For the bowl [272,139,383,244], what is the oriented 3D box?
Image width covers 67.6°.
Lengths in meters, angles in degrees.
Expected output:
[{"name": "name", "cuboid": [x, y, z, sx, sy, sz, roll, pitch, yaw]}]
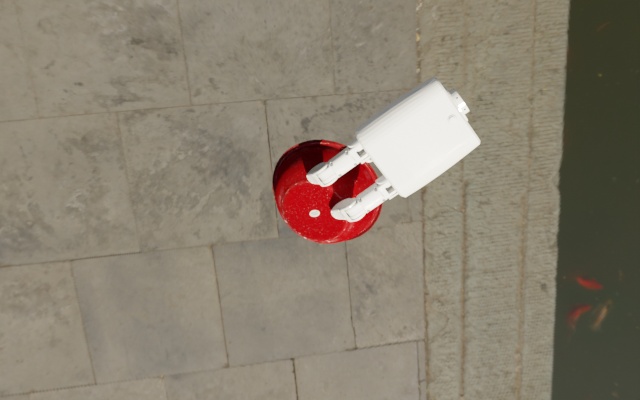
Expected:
[{"name": "bowl", "cuboid": [-0.001, 0.003, 0.648, 0.162, 0.162, 0.055, 0, 29, 20]}]
